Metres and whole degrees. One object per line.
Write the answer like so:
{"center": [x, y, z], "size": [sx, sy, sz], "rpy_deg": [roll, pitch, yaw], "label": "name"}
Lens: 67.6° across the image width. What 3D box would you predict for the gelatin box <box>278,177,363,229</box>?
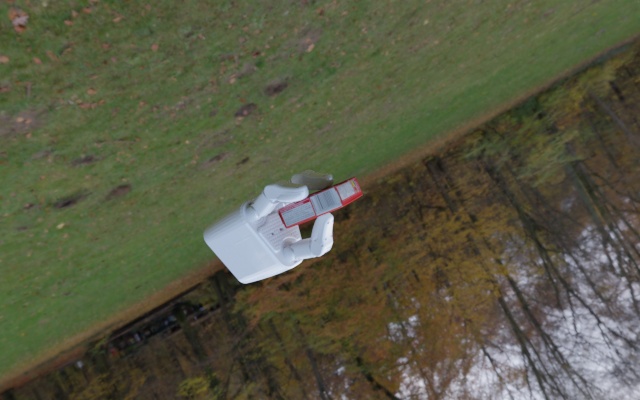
{"center": [0.001, 0.002, 0.613], "size": [0.089, 0.030, 0.073], "rpy_deg": [-22, 1, 27], "label": "gelatin box"}
